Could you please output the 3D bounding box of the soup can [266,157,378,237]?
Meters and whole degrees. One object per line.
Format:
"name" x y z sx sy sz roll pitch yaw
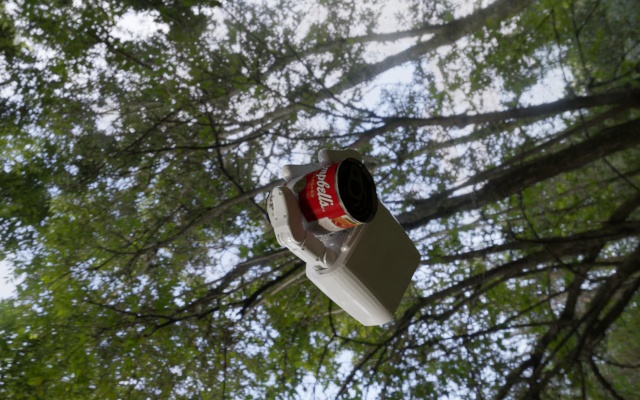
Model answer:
"soup can" 0.000 0.002 0.505 0.102 0.068 0.068 -18 -11 38
